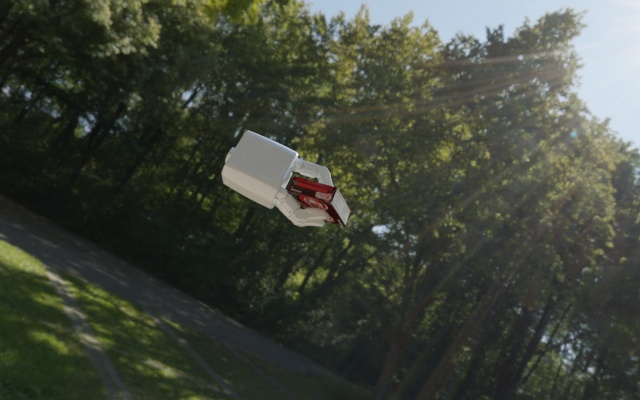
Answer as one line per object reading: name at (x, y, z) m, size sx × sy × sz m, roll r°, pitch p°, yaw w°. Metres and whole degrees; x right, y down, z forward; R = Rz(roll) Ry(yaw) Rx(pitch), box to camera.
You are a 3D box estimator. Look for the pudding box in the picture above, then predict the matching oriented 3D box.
pudding box at (0.000, 0.003, 0.881) m, size 0.090 × 0.039 × 0.113 m, roll 17°, pitch -16°, yaw 25°
